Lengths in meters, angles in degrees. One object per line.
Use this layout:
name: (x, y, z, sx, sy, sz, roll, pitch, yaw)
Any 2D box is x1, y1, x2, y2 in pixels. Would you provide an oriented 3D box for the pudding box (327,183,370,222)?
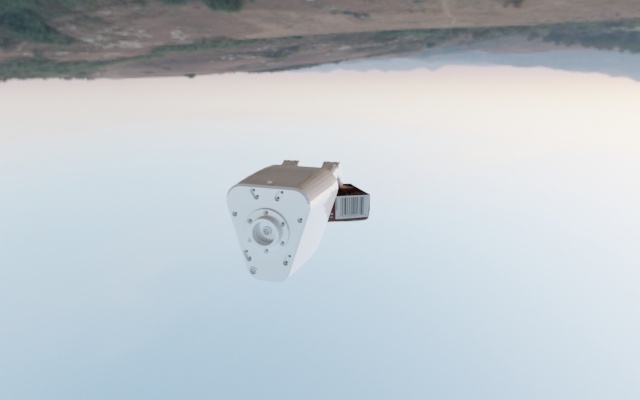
pudding box: (0.000, 0.002, 0.645, 0.113, 0.039, 0.090, -1, 12, -13)
